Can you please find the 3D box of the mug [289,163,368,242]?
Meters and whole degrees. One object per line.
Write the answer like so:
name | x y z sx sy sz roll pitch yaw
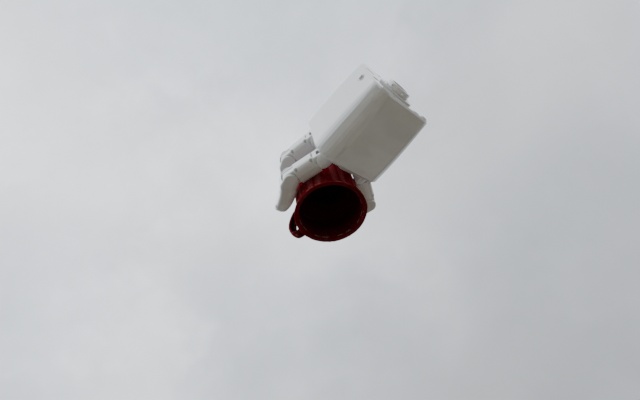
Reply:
mug | -0.001 0.003 0.635 0.093 0.117 0.081 33 23 -27
